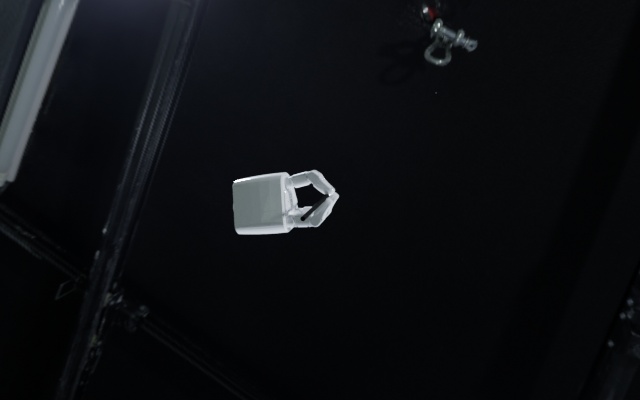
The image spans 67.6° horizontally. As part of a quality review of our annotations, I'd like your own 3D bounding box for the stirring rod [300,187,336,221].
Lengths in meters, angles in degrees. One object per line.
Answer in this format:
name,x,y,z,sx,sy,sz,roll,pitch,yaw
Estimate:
stirring rod,0.000,0.003,0.854,0.011,0.011,0.239,0,12,14
